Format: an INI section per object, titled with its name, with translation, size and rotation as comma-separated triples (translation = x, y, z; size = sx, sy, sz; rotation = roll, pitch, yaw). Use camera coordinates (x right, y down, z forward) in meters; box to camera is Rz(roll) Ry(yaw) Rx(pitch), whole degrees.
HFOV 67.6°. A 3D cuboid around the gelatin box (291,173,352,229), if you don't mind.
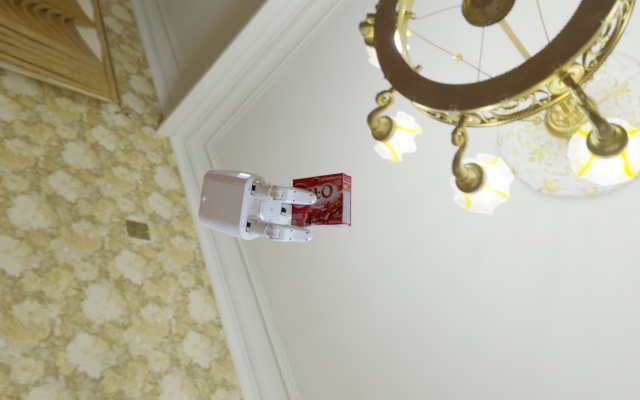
[gelatin box]
translation = 0.001, 0.002, 0.681
size = 0.089, 0.073, 0.030
rotation = -5, -12, 32
